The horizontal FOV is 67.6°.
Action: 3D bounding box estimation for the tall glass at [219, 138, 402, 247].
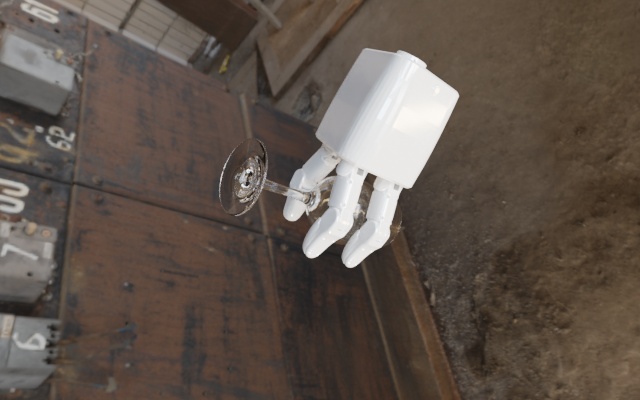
[{"bbox_3d":[-0.001,0.002,0.502,0.201,0.079,0.079,19,-12,-40],"label":"tall glass"}]
